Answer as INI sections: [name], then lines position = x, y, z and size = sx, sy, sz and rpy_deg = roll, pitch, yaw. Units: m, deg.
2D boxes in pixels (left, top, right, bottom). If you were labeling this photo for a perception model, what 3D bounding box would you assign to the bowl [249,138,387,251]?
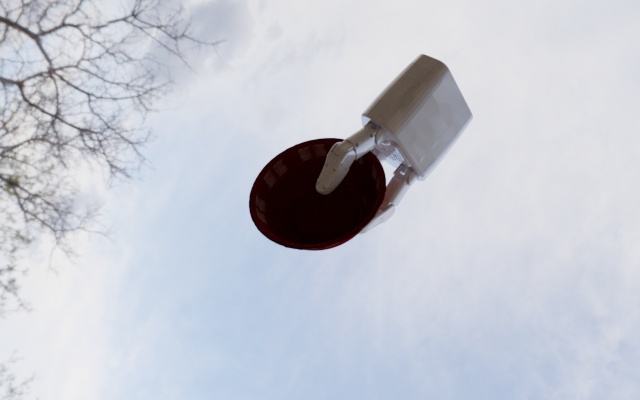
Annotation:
[bowl]
position = -0.001, 0.003, 0.566
size = 0.162, 0.162, 0.055
rpy_deg = 0, -37, 16
